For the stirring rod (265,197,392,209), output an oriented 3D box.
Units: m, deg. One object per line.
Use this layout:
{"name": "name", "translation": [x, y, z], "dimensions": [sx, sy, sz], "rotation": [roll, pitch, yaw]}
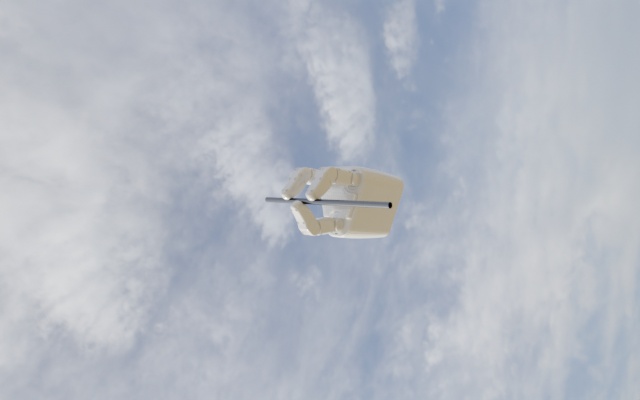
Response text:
{"name": "stirring rod", "translation": [0.000, 0.002, 0.655], "dimensions": [0.011, 0.011, 0.239], "rotation": [0, 2, -44]}
